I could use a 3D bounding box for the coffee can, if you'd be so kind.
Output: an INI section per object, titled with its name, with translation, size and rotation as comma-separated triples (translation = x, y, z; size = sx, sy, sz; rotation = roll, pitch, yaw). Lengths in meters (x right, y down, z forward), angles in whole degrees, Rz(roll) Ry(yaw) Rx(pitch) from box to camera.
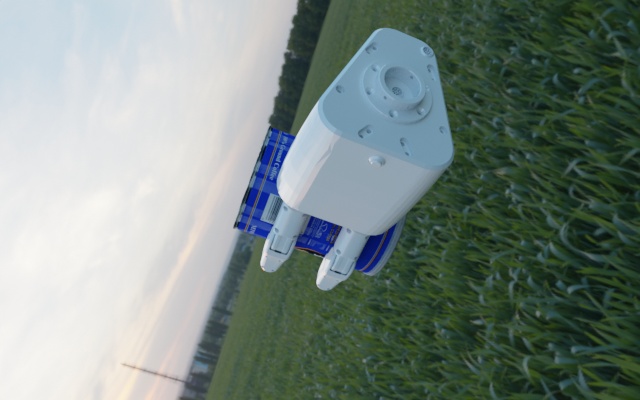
[coffee can]
translation = 0.000, 0.002, 0.457
size = 0.140, 0.103, 0.103
rotation = 20, -3, -8
